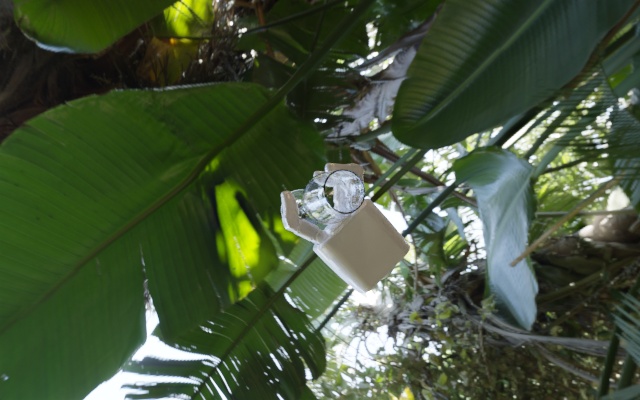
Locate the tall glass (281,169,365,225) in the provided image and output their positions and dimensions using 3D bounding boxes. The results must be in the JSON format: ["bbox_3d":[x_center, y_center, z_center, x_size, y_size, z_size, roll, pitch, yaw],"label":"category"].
[{"bbox_3d":[0.000,0.002,0.743,0.079,0.079,0.201,0,-9,-20],"label":"tall glass"}]
